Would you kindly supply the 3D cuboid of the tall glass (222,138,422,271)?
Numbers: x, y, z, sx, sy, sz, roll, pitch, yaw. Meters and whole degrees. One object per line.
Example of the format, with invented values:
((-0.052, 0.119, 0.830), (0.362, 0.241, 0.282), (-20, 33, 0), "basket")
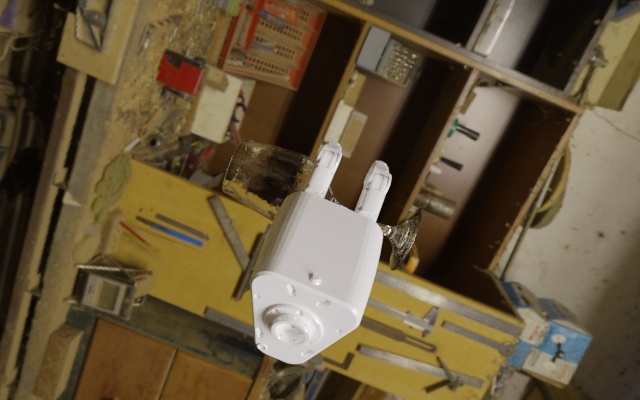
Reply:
((0.001, 0.002, 0.508), (0.201, 0.079, 0.079), (23, -1, -1), "tall glass")
